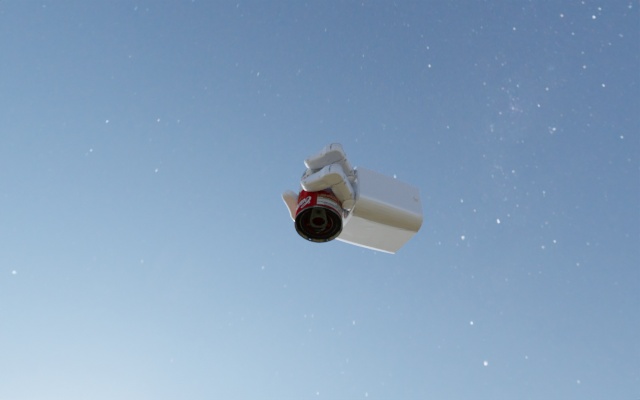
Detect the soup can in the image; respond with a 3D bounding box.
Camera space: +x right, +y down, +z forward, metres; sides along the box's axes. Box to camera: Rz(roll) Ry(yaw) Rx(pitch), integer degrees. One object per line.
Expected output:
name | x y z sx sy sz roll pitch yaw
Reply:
soup can | 0.000 0.002 0.698 0.068 0.069 0.102 0 40 4
